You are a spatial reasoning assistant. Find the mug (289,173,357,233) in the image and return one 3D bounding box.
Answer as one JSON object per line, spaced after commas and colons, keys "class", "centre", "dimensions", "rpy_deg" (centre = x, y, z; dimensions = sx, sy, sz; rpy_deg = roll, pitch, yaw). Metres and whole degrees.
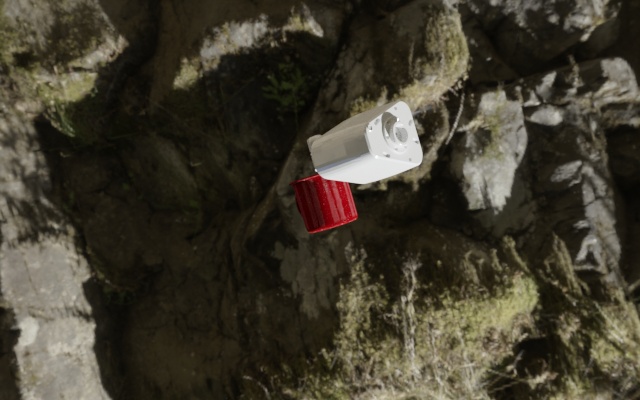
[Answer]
{"class": "mug", "centre": [-0.001, 0.003, 0.738], "dimensions": [0.093, 0.081, 0.117], "rpy_deg": [-17, 0, -41]}
